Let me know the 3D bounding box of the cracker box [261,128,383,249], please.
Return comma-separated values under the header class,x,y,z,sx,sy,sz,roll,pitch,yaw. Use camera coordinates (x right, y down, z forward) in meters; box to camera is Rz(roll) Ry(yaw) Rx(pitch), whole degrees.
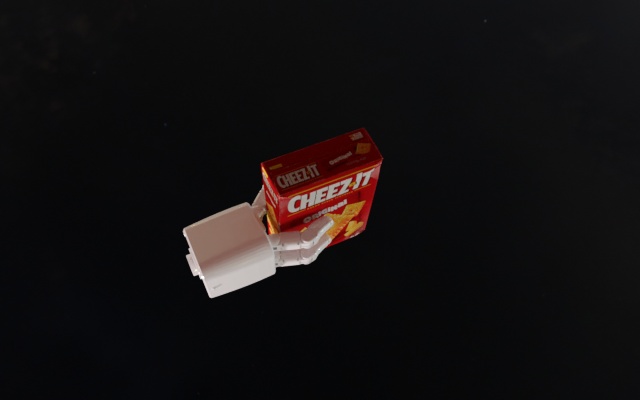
class,x,y,z,sx,sy,sz,roll,pitch,yaw
cracker box,0.000,0.002,0.749,0.164,0.072,0.214,-21,-29,-16
